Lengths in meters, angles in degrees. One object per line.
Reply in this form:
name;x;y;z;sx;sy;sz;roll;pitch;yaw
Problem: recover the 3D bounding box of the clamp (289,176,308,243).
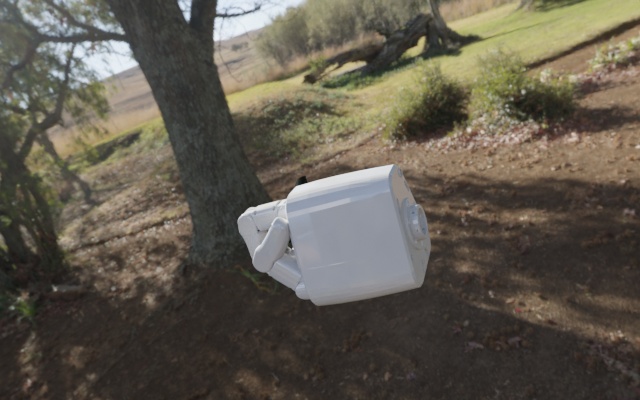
clamp;0.000;0.001;0.557;0.120;0.039;0.171;-14;20;25
